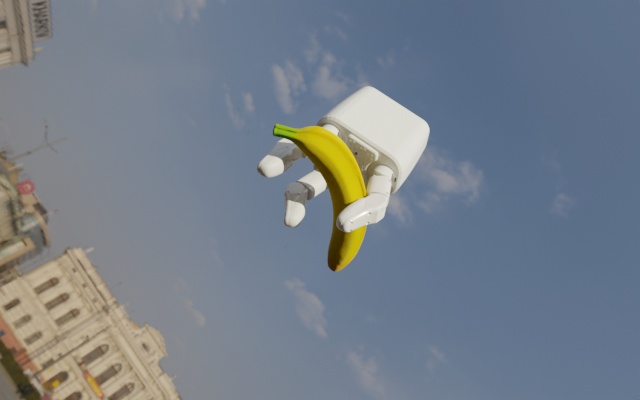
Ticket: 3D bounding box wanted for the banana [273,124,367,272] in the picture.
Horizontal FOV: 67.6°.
[{"bbox_3d":[0.016,-0.003,0.508,0.069,0.198,0.037,-5,34,23],"label":"banana"}]
